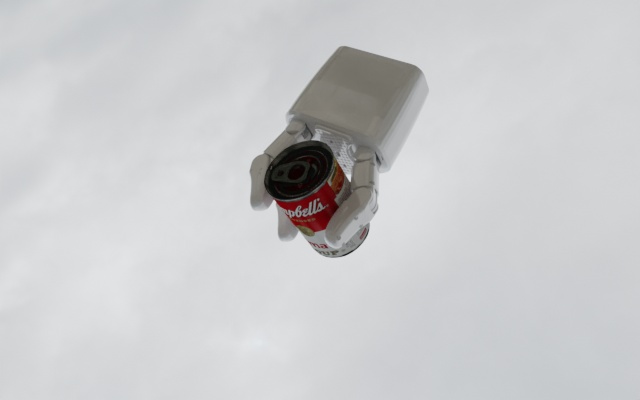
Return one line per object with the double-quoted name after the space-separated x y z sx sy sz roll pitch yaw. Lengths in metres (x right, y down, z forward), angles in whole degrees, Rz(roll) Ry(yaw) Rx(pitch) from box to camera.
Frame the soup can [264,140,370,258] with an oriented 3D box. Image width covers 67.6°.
0.000 0.002 0.454 0.068 0.068 0.102 0 -35 29 "soup can"
